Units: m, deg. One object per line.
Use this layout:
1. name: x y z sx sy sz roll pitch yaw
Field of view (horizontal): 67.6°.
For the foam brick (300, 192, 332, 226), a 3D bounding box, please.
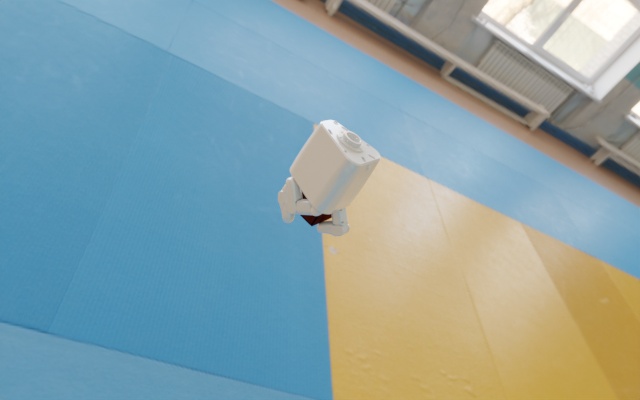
1. foam brick: 0.000 0.003 0.847 0.053 0.051 0.078 44 33 17
